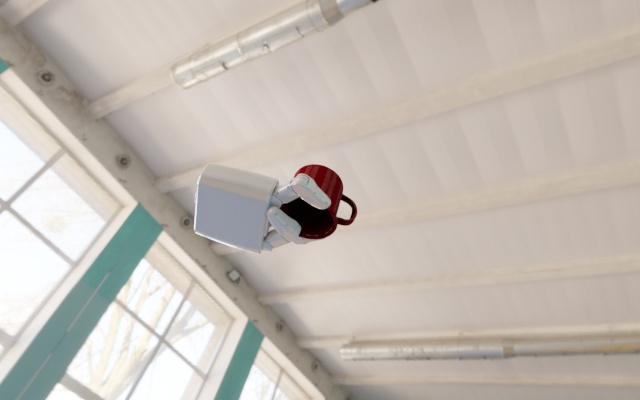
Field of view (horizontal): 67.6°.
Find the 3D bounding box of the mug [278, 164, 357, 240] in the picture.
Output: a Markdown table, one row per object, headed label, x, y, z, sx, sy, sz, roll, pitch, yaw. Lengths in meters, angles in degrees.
| label | x | y | z | sx | sy | sz | roll | pitch | yaw |
| --- | --- | --- | --- | --- | --- | --- | --- | --- | --- |
| mug | 0.002 | 0.003 | 0.727 | 0.117 | 0.081 | 0.093 | 17 | -43 | 2 |
